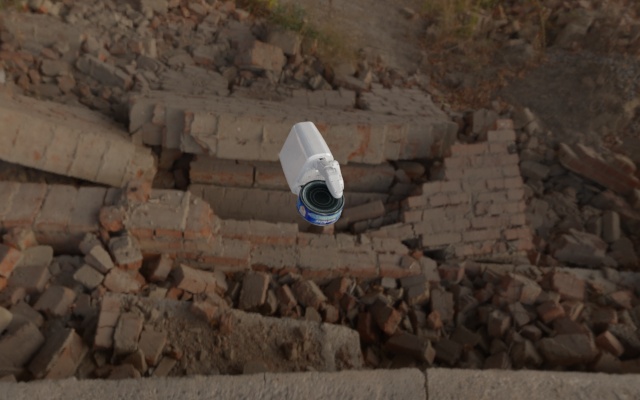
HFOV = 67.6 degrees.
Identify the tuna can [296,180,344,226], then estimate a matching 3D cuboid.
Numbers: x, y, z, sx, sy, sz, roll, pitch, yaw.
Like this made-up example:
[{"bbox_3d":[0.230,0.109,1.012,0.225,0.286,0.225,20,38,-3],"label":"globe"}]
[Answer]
[{"bbox_3d":[0.000,0.003,0.881,0.086,0.086,0.034,0,-39,-16],"label":"tuna can"}]
